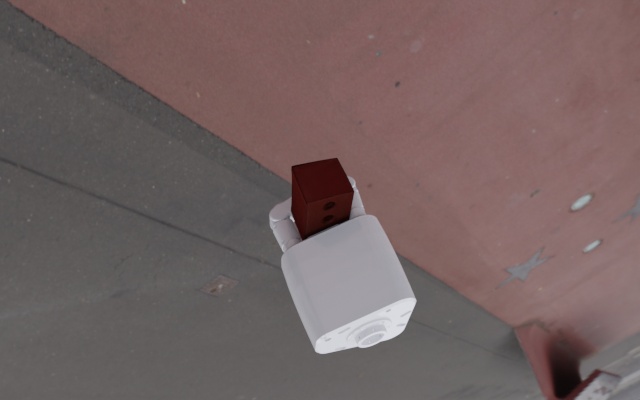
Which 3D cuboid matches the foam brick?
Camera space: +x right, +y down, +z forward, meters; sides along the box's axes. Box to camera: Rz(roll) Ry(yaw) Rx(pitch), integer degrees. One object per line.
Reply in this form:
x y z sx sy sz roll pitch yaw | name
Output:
0.000 0.001 0.512 0.053 0.051 0.078 -14 -37 -14 | foam brick
